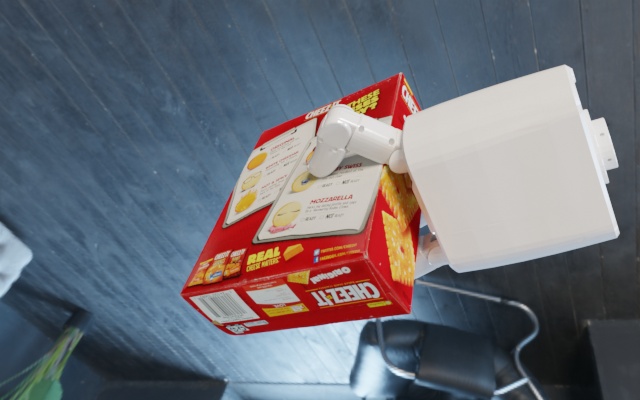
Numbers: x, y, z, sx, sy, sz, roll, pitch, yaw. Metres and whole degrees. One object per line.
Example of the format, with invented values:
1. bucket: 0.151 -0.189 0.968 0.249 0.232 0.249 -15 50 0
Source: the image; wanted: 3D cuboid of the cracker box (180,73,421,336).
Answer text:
1. cracker box: 0.000 0.001 0.405 0.164 0.072 0.213 -17 36 30
